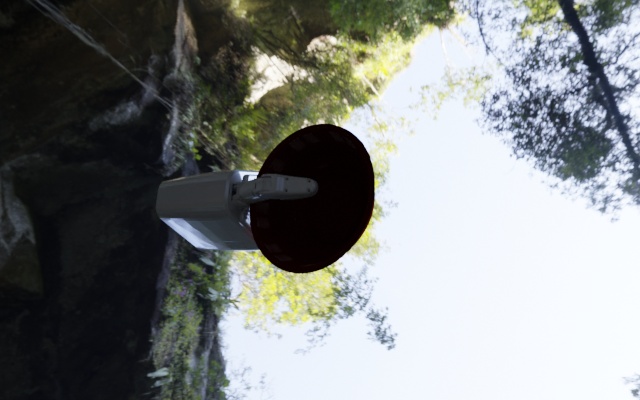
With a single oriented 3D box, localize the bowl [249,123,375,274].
[{"bbox_3d":[0.001,0.002,0.517,0.162,0.162,0.055,0,-14,37],"label":"bowl"}]
